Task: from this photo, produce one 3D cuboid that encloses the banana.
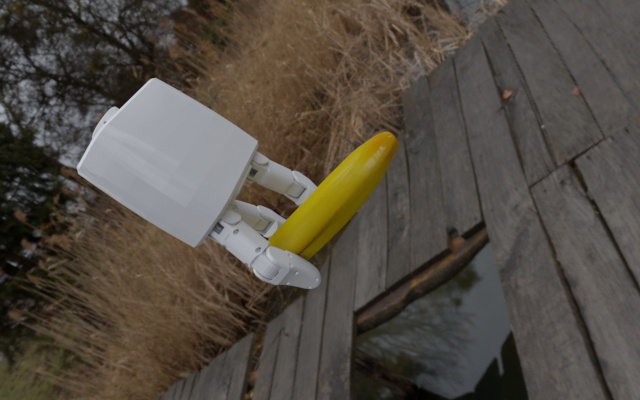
[{"bbox_3d":[-0.007,0.016,0.412,0.037,0.069,0.198,34,-46,-12],"label":"banana"}]
